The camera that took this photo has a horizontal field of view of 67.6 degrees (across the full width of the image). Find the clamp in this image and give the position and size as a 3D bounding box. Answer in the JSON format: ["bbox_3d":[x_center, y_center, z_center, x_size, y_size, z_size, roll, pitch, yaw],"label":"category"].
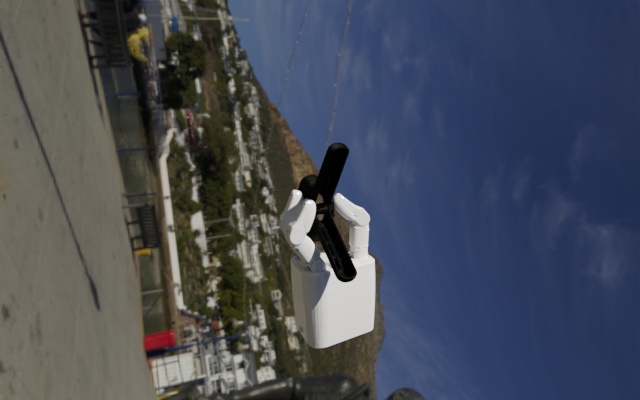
[{"bbox_3d":[0.001,0.002,0.641,0.036,0.164,0.210,-4,10,-17],"label":"clamp"}]
